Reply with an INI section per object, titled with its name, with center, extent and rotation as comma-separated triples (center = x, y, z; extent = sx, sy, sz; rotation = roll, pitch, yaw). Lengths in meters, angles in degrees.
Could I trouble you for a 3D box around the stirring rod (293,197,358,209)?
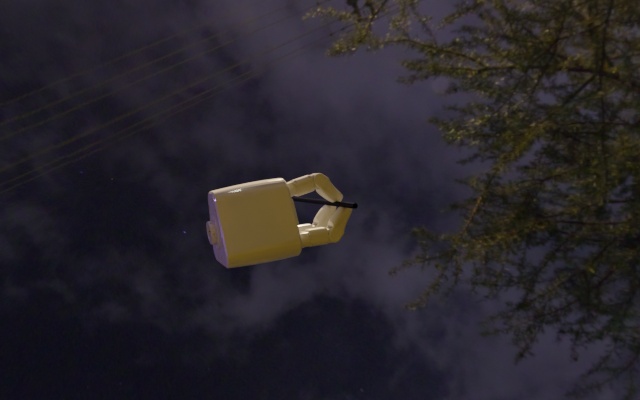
[stirring rod]
center = 0.000, 0.002, 0.771
extent = 0.011, 0.011, 0.239
rotation = 0, 2, -24
